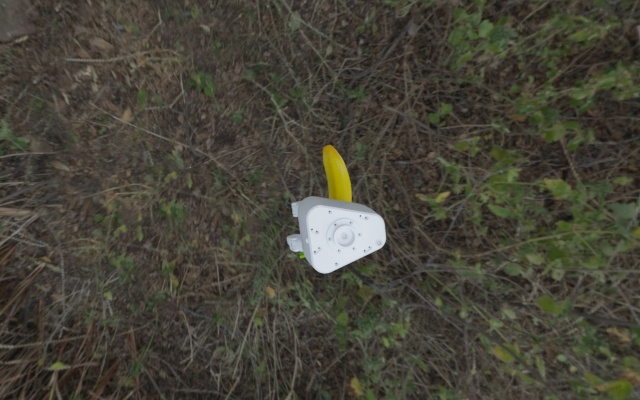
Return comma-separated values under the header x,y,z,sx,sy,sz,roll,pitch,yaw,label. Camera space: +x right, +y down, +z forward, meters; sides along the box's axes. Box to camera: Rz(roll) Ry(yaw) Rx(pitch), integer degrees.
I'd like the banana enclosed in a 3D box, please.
x,y,z,sx,sy,sz,roll,pitch,yaw,label
0.018,0.010,0.792,0.069,0.198,0.037,13,6,0,banana
